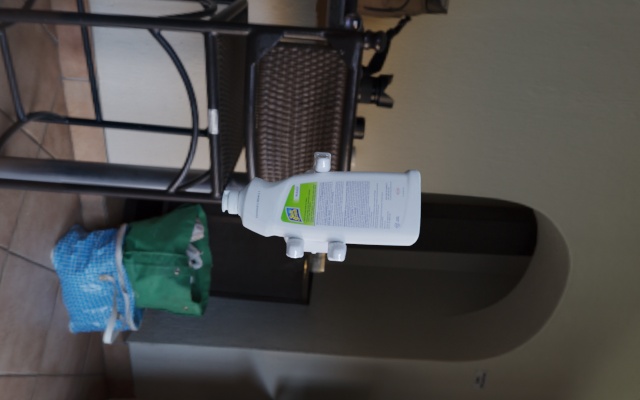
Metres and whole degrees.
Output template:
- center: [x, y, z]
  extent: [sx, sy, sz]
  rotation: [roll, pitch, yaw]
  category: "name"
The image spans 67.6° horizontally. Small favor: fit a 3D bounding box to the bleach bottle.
- center: [0.000, 0.002, 0.626]
  extent: [0.251, 0.102, 0.068]
  rotation: [5, -16, -2]
  category: "bleach bottle"
